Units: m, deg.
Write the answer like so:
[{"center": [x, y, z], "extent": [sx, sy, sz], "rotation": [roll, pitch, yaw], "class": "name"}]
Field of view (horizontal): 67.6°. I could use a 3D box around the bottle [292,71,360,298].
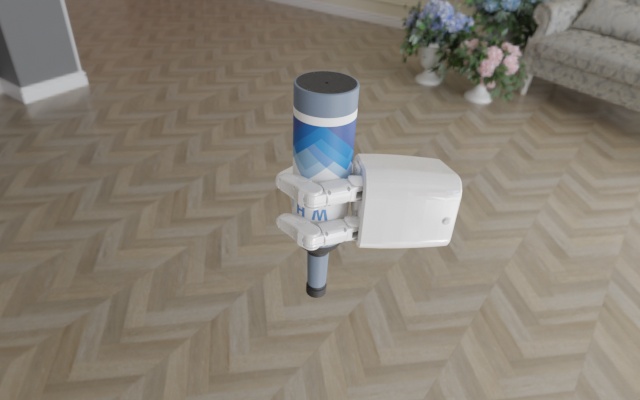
[{"center": [0.000, 0.002, 0.563], "extent": [0.069, 0.296, 0.069], "rotation": [2, 35, -1], "class": "bottle"}]
